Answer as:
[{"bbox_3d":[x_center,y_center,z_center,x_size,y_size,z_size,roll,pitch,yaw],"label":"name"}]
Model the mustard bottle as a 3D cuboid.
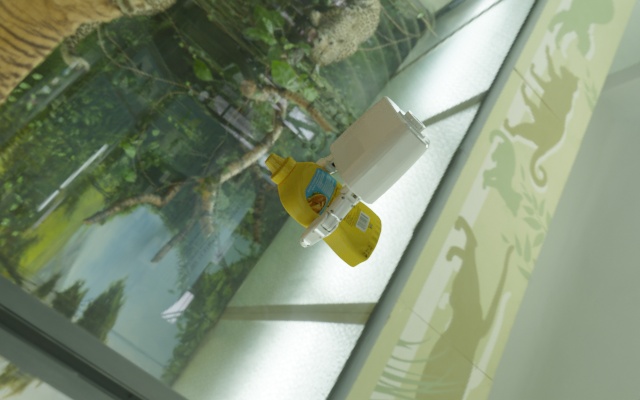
[{"bbox_3d":[0.000,0.003,0.669,0.192,0.096,0.058,41,-46,-15],"label":"mustard bottle"}]
